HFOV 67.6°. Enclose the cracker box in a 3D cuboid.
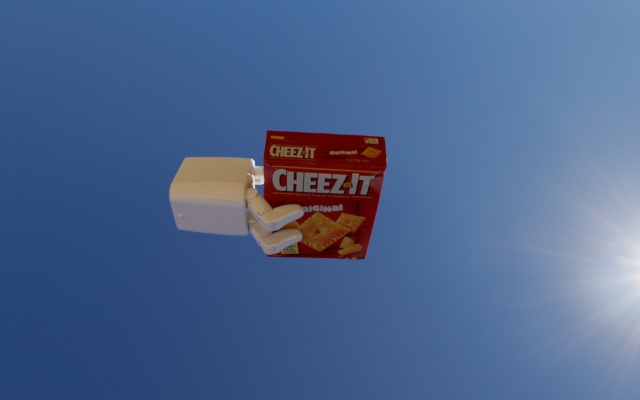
[{"bbox_3d":[0.000,0.002,0.708,0.164,0.072,0.214,2,-41,-3],"label":"cracker box"}]
